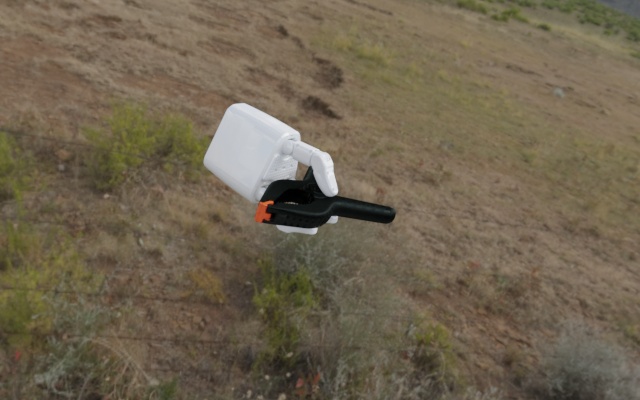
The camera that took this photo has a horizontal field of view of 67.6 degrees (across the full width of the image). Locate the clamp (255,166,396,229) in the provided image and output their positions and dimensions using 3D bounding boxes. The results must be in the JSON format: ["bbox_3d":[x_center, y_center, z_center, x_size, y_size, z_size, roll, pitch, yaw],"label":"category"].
[{"bbox_3d":[0.000,0.001,0.655,0.164,0.036,0.210,32,29,23],"label":"clamp"}]
